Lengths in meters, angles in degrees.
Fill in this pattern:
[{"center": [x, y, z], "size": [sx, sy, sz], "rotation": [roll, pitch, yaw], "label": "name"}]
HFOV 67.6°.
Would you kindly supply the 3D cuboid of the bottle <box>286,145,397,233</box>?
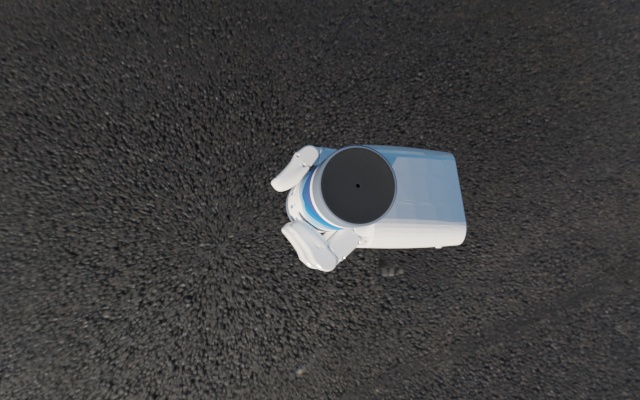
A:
[{"center": [0.000, 0.002, 0.524], "size": [0.069, 0.069, 0.296], "rotation": [0, -5, -12], "label": "bottle"}]
